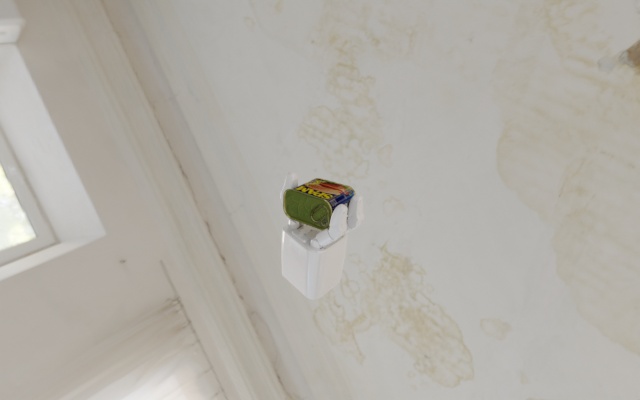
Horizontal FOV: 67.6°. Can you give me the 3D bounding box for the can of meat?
[{"bbox_3d":[0.000,0.003,0.833,0.102,0.057,0.084,18,28,31],"label":"can of meat"}]
